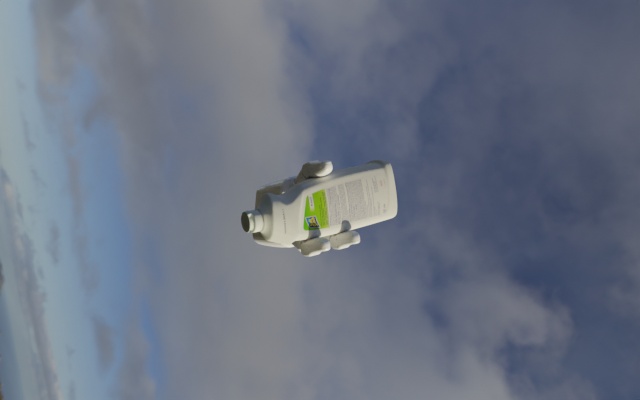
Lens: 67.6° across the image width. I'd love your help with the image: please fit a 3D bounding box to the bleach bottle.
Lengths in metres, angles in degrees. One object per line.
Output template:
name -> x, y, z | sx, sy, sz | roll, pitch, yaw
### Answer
bleach bottle -> 0.000, 0.002, 0.715 | 0.251, 0.102, 0.068 | -10, 3, -33
